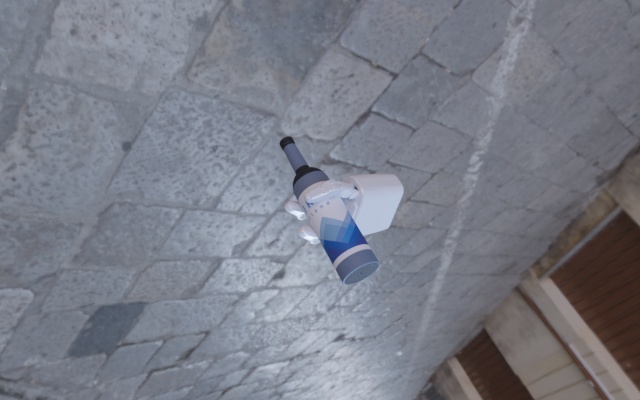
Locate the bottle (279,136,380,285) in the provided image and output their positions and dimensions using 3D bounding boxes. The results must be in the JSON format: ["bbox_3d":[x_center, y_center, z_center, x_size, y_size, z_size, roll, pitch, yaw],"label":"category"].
[{"bbox_3d":[0.000,0.003,0.822,0.069,0.295,0.069,-23,-28,-13],"label":"bottle"}]
